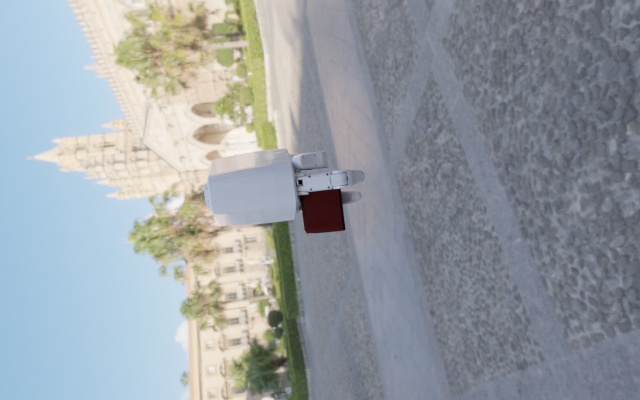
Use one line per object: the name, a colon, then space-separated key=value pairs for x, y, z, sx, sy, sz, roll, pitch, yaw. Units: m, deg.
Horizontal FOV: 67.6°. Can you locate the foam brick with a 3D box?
foam brick: x=0.000 y=0.002 z=0.634 sx=0.051 sy=0.078 sz=0.053 roll=-8 pitch=4 yaw=-7
